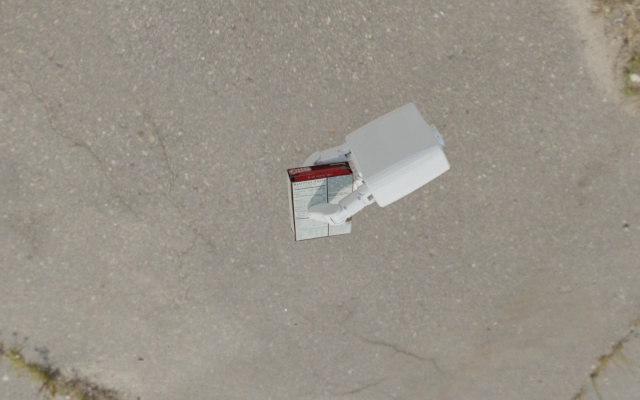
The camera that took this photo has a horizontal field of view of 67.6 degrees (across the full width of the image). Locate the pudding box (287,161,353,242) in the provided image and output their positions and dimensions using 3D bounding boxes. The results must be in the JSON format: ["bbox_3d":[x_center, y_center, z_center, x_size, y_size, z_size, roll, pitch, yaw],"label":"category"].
[{"bbox_3d":[0.000,0.002,0.690,0.090,0.114,0.039,-7,36,-8],"label":"pudding box"}]
